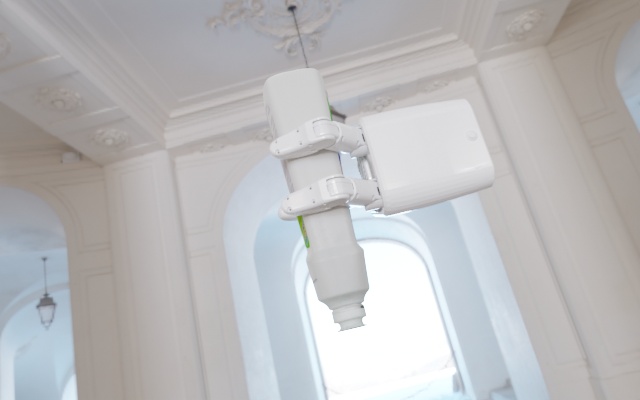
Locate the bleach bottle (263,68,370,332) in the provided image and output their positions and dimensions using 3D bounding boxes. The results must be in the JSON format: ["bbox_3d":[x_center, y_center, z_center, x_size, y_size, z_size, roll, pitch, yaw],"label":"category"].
[{"bbox_3d":[0.000,0.001,0.472,0.068,0.250,0.103,-13,-18,-3],"label":"bleach bottle"}]
